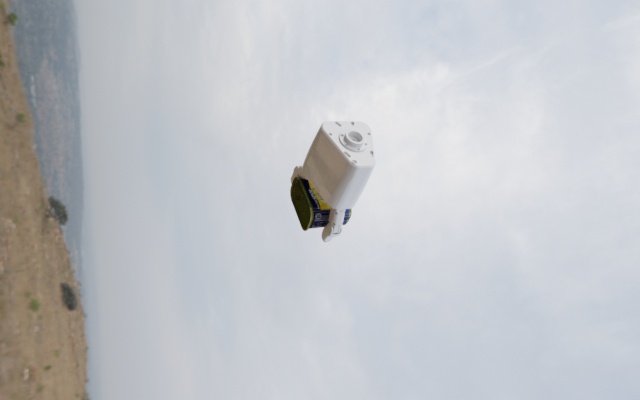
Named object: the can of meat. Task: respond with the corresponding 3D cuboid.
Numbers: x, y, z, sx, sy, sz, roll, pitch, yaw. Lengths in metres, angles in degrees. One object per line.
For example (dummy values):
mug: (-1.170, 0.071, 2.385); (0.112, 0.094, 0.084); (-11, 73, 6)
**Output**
can of meat: (0.000, 0.003, 0.883); (0.084, 0.102, 0.057); (-4, -40, -24)
